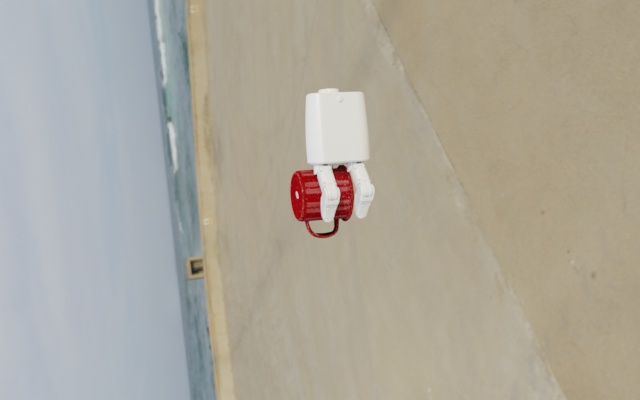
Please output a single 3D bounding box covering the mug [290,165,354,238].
[{"bbox_3d":[0.000,0.004,0.767,0.081,0.117,0.093,-5,6,-17],"label":"mug"}]
